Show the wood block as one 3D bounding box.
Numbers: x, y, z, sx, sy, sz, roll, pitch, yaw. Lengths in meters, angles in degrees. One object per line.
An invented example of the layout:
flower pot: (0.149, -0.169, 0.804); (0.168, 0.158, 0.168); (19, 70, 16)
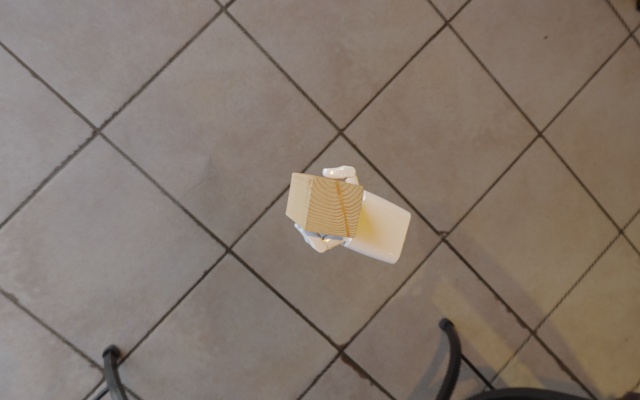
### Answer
wood block: (0.001, 0.003, 0.876); (0.090, 0.091, 0.206); (10, 3, -14)
